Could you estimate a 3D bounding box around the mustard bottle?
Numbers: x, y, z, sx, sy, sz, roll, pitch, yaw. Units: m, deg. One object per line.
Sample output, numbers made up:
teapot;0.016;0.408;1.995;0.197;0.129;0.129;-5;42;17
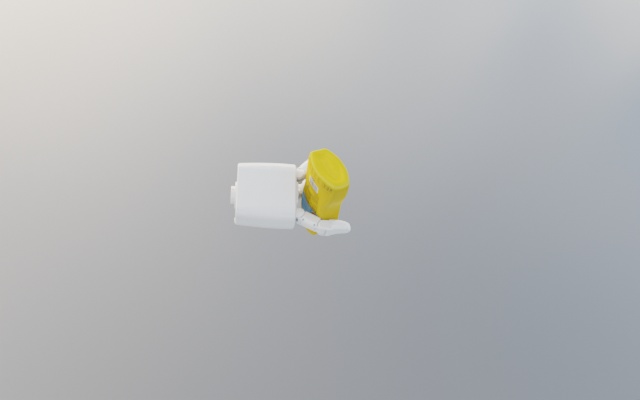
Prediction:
mustard bottle;0.001;0.003;0.879;0.058;0.096;0.192;-17;-33;-24
